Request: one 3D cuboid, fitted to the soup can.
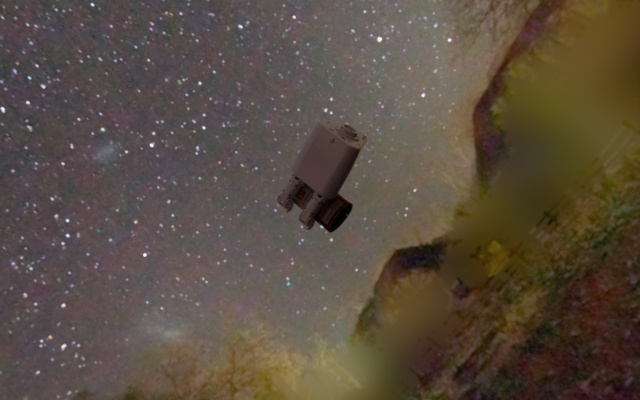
[{"bbox_3d":[0.000,0.003,0.896,0.102,0.068,0.068,39,13,17],"label":"soup can"}]
